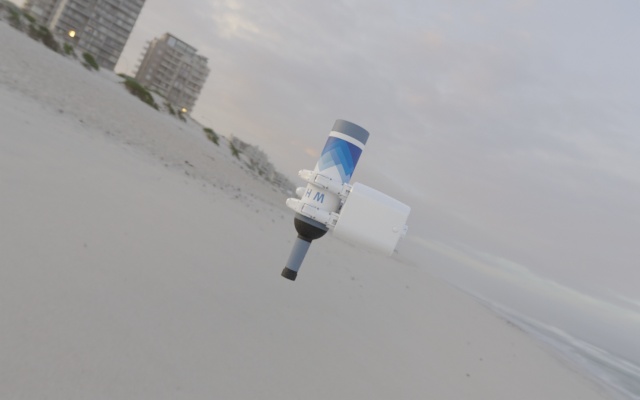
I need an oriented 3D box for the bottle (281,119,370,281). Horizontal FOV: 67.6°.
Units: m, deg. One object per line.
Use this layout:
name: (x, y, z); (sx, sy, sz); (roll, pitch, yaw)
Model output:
bottle: (0.000, 0.003, 0.854); (0.069, 0.295, 0.069); (23, -2, 1)
